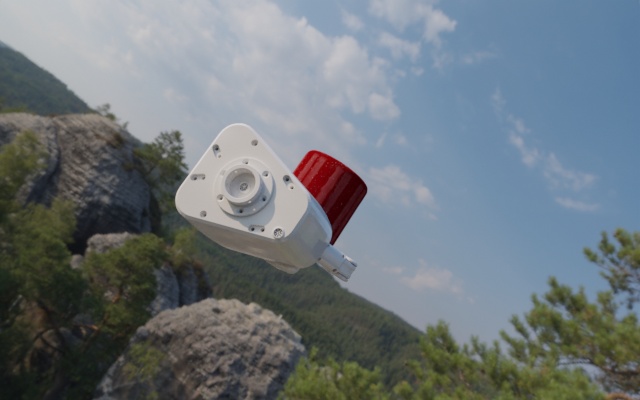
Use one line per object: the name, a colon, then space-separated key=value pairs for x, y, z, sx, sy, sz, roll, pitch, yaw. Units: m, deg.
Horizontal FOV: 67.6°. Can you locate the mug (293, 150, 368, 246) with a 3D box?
mug: x=0.000 y=0.002 z=0.541 sx=0.093 sy=0.081 sz=0.117 roll=32 pitch=-9 yaw=14
